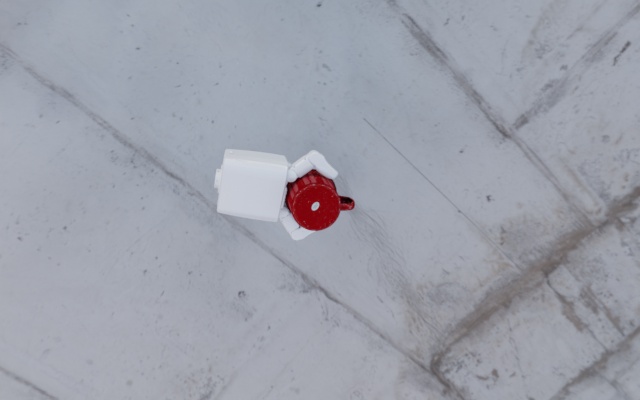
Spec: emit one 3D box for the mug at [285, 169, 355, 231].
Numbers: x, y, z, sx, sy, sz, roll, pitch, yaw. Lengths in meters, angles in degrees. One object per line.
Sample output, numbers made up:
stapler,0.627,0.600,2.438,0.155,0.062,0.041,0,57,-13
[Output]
mug,0.002,0.003,0.797,0.117,0.093,0.081,7,14,-10
